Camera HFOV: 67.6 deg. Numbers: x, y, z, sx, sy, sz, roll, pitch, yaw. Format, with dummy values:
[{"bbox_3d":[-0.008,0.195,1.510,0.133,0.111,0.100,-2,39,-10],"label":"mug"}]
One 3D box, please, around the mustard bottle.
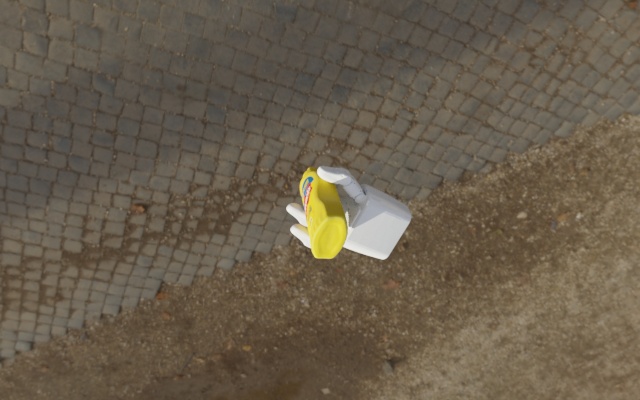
[{"bbox_3d":[0.000,0.003,0.831,0.058,0.096,0.191,2,39,-13],"label":"mustard bottle"}]
